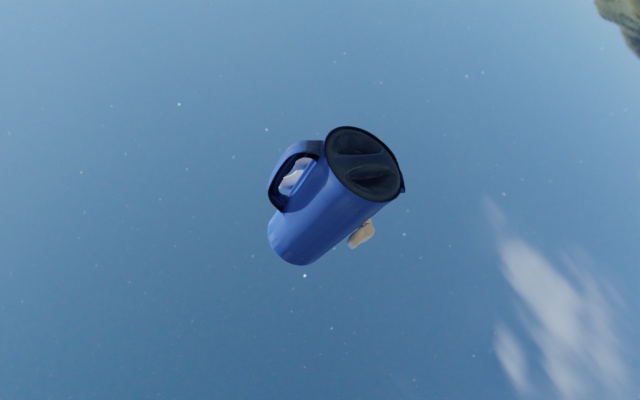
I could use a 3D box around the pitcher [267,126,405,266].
[{"bbox_3d":[0.000,0.002,0.752,0.145,0.149,0.243,-30,-13,-44],"label":"pitcher"}]
